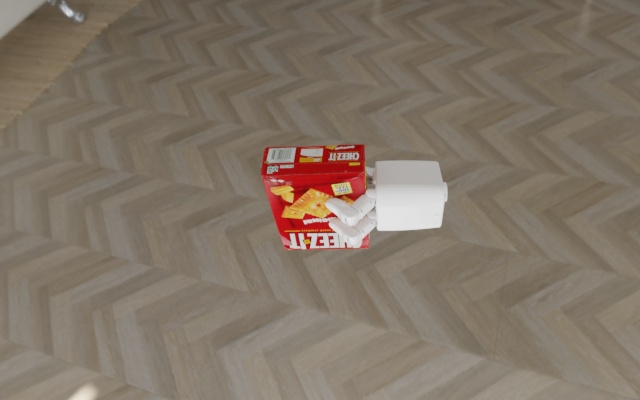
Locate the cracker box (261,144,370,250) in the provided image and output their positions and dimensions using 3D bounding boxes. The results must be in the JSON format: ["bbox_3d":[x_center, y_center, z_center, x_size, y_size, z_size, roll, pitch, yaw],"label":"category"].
[{"bbox_3d":[0.000,0.002,0.822,0.164,0.072,0.214,-1,-39,7],"label":"cracker box"}]
